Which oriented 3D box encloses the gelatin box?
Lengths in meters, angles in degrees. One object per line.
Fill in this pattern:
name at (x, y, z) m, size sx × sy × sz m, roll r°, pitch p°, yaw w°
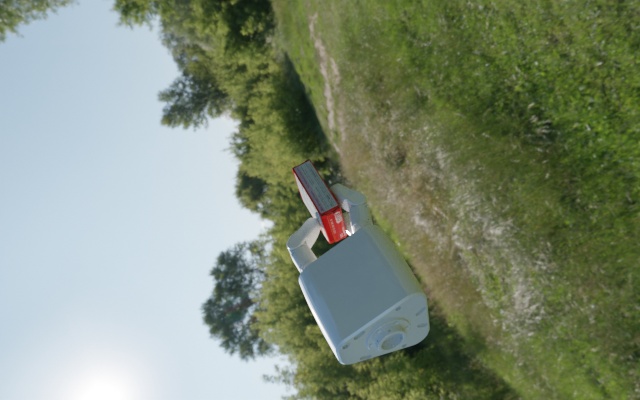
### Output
gelatin box at (0.000, 0.002, 0.619) m, size 0.030 × 0.089 × 0.073 m, roll -28°, pitch -33°, yaw -7°
